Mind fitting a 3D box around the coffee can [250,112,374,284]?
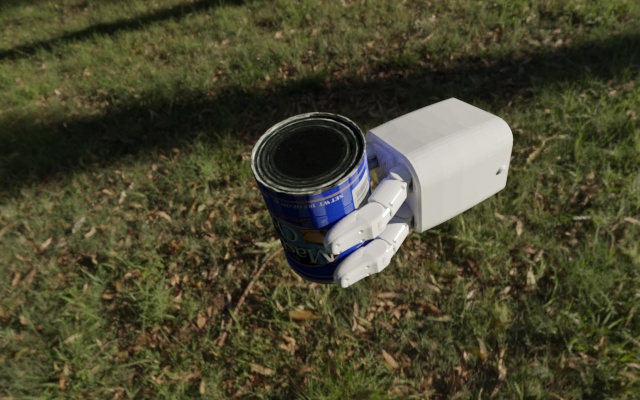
[{"bbox_3d":[0.000,0.002,0.465,0.103,0.102,0.140,0,-40,13],"label":"coffee can"}]
